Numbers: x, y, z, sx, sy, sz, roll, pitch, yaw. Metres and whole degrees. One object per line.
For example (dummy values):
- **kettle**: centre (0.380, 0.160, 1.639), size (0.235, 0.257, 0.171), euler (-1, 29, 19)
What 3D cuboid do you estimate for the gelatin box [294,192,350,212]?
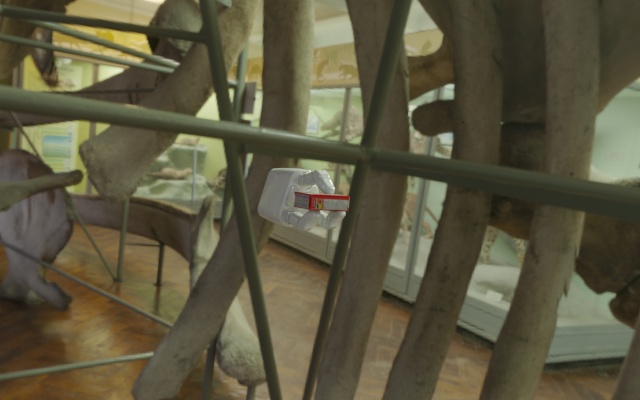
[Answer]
- **gelatin box**: centre (0.000, 0.002, 0.841), size (0.073, 0.030, 0.089), euler (3, 2, -21)
